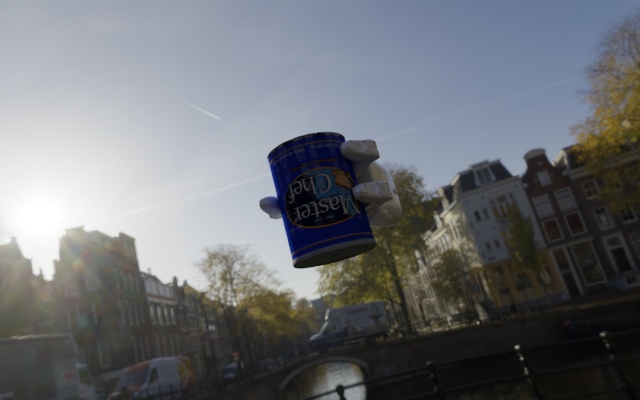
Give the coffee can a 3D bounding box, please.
[{"bbox_3d":[0.000,0.002,0.583,0.103,0.140,0.103,-14,-14,-4],"label":"coffee can"}]
